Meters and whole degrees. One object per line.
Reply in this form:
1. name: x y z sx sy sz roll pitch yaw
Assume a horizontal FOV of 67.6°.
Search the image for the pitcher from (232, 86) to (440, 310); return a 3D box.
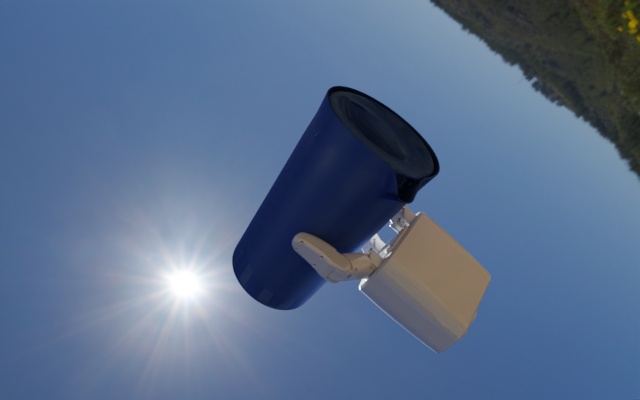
1. pitcher: 0.000 0.002 0.525 0.145 0.243 0.149 41 30 4
